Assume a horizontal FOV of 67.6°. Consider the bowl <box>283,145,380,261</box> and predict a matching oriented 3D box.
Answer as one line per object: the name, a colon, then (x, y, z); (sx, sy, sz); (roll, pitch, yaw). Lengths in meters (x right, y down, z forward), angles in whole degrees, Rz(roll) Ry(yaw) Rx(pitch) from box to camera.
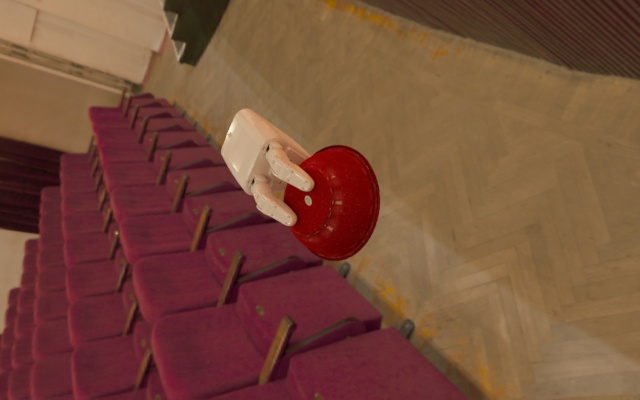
bowl: (0.001, 0.003, 0.642); (0.162, 0.162, 0.055); (0, -3, 43)
